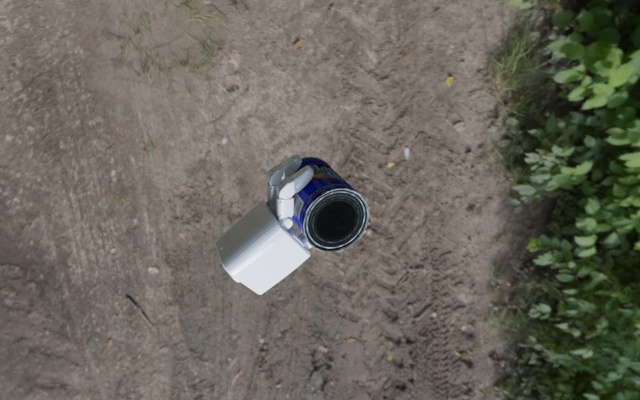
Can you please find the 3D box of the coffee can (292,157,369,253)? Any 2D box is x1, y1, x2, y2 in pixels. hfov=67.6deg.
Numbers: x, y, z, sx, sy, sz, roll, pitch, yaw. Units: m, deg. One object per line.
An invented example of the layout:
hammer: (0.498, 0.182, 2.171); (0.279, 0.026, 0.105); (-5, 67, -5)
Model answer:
coffee can: (0.000, 0.002, 0.741); (0.103, 0.103, 0.140); (0, 23, -22)
